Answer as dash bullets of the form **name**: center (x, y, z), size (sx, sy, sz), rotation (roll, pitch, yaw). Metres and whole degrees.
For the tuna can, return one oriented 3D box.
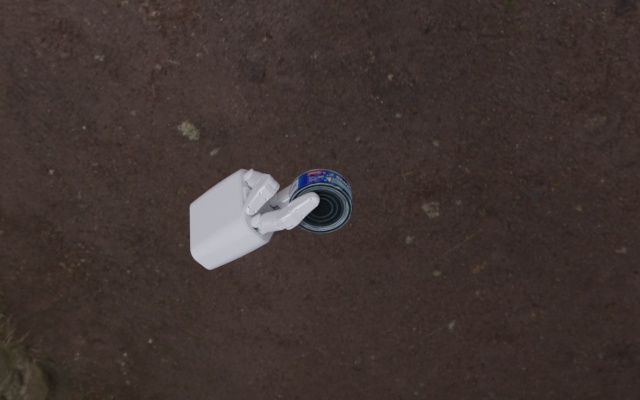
- **tuna can**: center (0.000, 0.002, 0.637), size (0.086, 0.086, 0.033), rotation (0, 36, -1)
